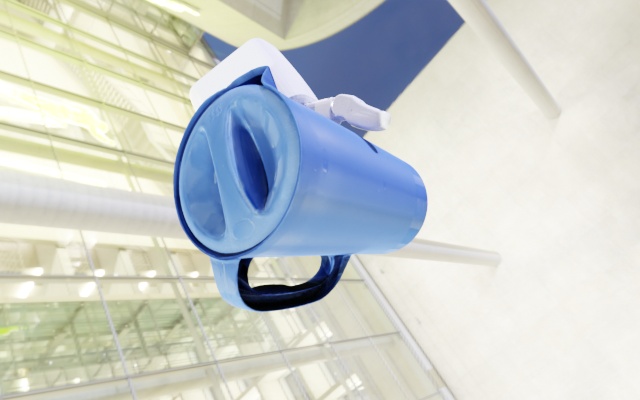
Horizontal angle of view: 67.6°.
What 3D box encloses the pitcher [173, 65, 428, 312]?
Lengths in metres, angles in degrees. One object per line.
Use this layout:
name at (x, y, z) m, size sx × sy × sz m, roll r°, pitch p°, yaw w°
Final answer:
pitcher at (0.000, 0.001, 0.437) m, size 0.149 × 0.145 × 0.243 m, roll -48°, pitch -32°, yaw 21°
